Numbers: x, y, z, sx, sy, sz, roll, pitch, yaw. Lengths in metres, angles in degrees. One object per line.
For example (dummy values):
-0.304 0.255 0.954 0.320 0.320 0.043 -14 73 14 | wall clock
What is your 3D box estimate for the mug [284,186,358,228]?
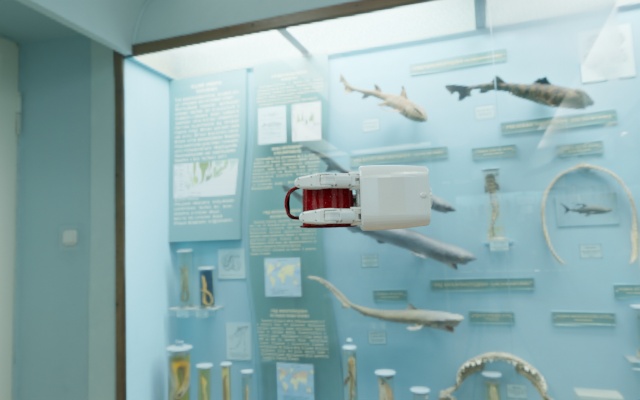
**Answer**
-0.001 0.002 0.773 0.117 0.081 0.093 -1 -5 0 | mug
